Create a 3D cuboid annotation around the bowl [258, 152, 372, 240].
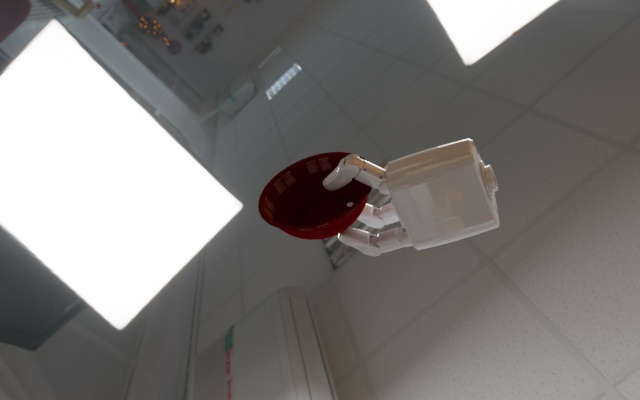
[{"bbox_3d":[-0.001,0.002,0.649,0.162,0.055,0.162,-13,37,10],"label":"bowl"}]
